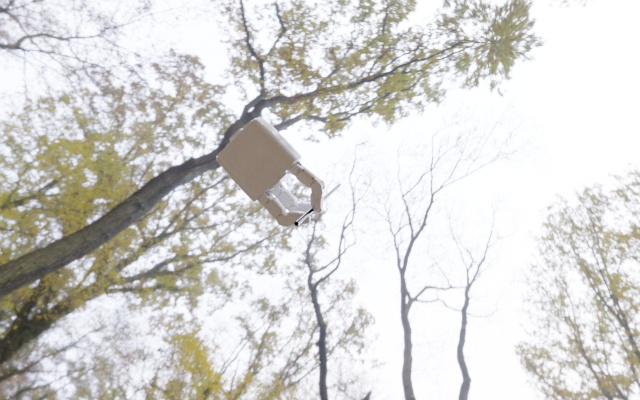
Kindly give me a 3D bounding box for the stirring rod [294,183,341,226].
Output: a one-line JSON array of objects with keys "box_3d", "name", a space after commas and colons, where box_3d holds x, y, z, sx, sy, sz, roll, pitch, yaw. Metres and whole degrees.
[{"box_3d": [0.000, 0.003, 0.888, 0.011, 0.011, 0.239, 0, 17, 20], "name": "stirring rod"}]
